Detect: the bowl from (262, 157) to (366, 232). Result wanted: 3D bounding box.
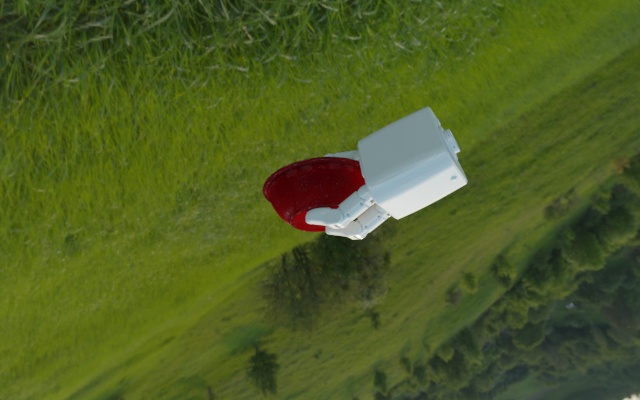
[{"bbox_3d":[-0.001,0.003,0.680,0.162,0.055,0.162,-6,-25,-3],"label":"bowl"}]
